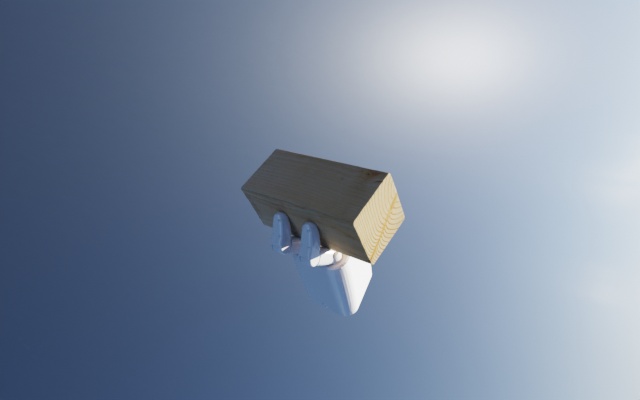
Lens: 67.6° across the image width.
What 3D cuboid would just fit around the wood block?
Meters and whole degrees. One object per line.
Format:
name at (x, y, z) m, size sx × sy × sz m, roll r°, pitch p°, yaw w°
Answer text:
wood block at (0.001, 0.002, 0.674) m, size 0.206 × 0.090 × 0.090 m, roll 16°, pitch -34°, yaw 38°
